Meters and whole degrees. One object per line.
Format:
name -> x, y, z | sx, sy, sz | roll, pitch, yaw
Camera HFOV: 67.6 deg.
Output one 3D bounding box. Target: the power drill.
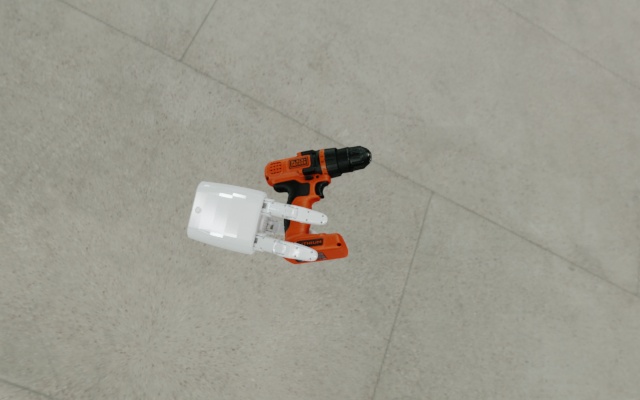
power drill -> 0.000, 0.003, 0.777 | 0.184, 0.187, 0.057 | -11, -27, 13
